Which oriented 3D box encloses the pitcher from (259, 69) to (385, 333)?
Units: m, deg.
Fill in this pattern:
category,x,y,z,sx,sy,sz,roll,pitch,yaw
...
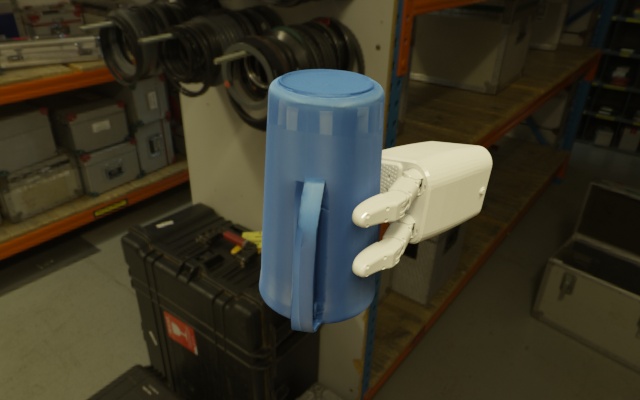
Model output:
category,x,y,z,sx,sy,sz,roll,pitch,yaw
pitcher,0.000,0.002,0.486,0.145,0.243,0.149,-17,34,-31
